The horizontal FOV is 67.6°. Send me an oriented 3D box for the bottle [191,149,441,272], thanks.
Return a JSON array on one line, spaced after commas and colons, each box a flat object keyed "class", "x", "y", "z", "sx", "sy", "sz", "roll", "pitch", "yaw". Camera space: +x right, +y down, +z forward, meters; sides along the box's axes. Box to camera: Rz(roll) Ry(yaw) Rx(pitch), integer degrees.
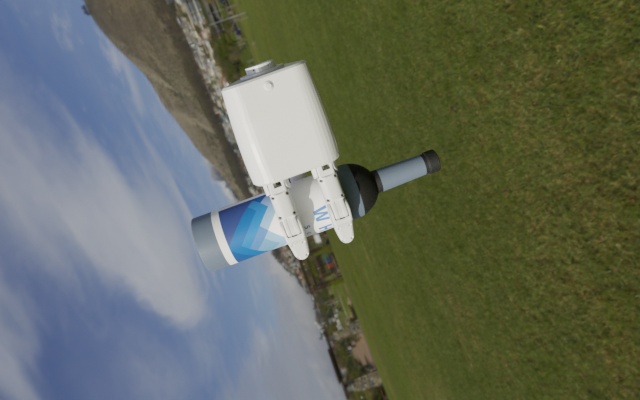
[{"class": "bottle", "x": 0.000, "y": 0.002, "z": 0.564, "sx": 0.296, "sy": 0.069, "sz": 0.069, "roll": -20, "pitch": 1, "yaw": -3}]
